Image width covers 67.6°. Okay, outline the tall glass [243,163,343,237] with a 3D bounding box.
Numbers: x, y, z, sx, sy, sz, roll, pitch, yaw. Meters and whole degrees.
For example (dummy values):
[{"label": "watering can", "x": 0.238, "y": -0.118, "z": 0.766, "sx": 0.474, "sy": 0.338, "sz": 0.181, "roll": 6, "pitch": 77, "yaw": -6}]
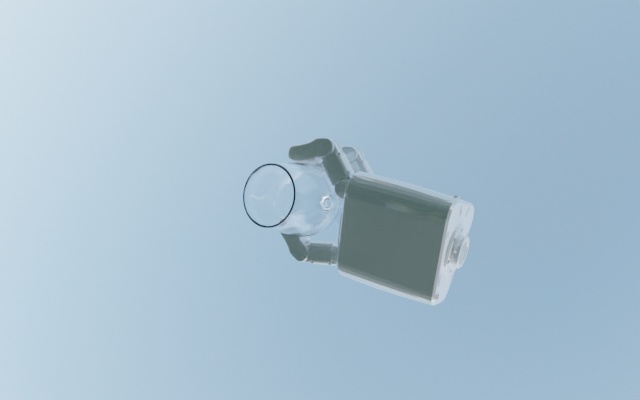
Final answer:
[{"label": "tall glass", "x": 0.000, "y": 0.002, "z": 0.538, "sx": 0.079, "sy": 0.079, "sz": 0.201, "roll": 0, "pitch": -4, "yaw": 30}]
